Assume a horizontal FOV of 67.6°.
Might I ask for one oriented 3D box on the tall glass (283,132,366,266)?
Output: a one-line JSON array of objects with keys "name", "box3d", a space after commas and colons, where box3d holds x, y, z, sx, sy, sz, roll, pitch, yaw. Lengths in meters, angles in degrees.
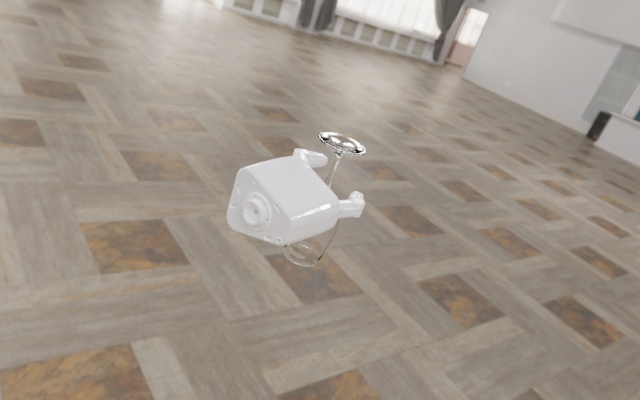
[{"name": "tall glass", "box3d": [0.000, 0.002, 0.727, 0.079, 0.201, 0.079, 16, 25, -8]}]
